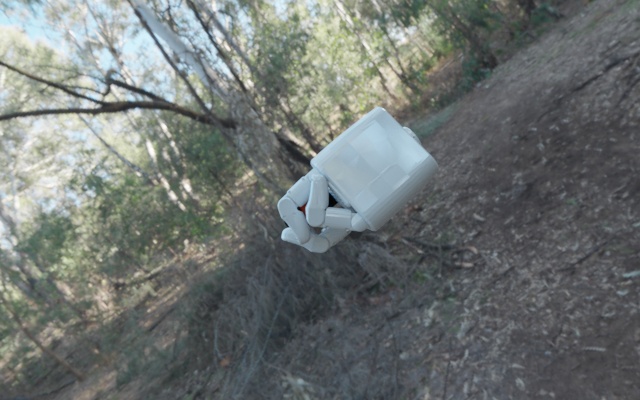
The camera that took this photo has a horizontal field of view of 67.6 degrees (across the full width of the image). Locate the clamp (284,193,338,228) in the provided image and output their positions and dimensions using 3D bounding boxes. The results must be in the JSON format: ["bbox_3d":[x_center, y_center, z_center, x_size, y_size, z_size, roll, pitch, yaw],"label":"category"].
[{"bbox_3d":[0.000,0.002,0.658,0.120,0.039,0.171,-41,4,-2],"label":"clamp"}]
